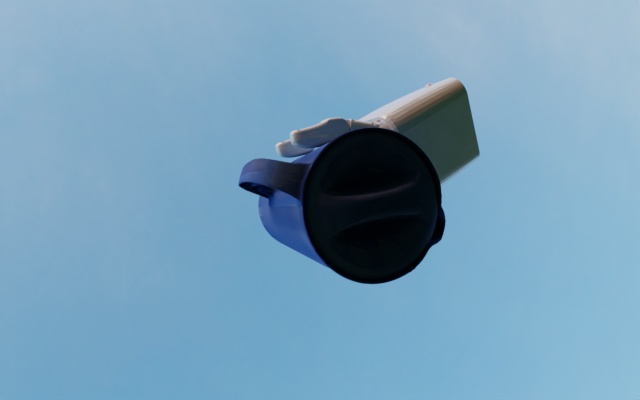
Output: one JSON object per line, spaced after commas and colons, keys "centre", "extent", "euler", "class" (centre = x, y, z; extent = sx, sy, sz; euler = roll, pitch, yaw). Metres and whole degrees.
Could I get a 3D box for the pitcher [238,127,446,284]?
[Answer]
{"centre": [0.000, 0.002, 0.508], "extent": [0.145, 0.149, 0.243], "euler": [-31, 10, -18], "class": "pitcher"}
